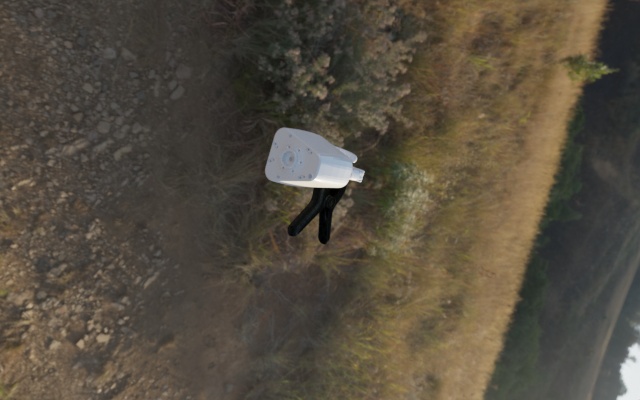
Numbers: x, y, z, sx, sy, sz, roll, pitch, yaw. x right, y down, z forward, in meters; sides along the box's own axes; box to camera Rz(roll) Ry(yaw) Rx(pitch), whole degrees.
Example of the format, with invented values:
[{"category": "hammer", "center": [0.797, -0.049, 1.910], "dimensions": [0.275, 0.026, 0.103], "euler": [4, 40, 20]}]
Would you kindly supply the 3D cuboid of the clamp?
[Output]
[{"category": "clamp", "center": [0.001, 0.003, 0.898], "dimensions": [0.039, 0.171, 0.120], "euler": [22, 9, 31]}]
